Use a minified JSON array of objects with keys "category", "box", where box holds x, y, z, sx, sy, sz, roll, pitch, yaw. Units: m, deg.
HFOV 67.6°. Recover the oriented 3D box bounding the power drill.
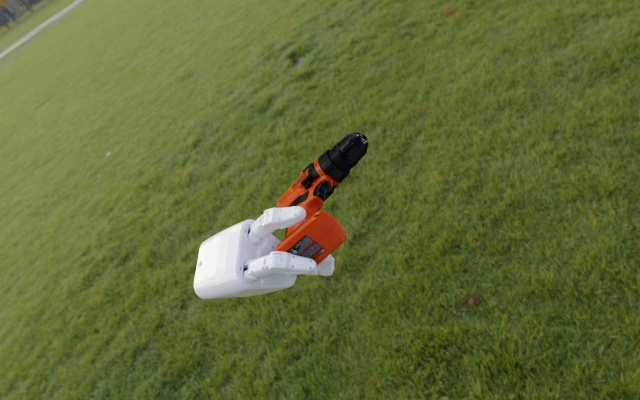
[{"category":"power drill","box":[0.000,0.003,0.674,0.057,0.184,0.187,36,29,-17]}]
